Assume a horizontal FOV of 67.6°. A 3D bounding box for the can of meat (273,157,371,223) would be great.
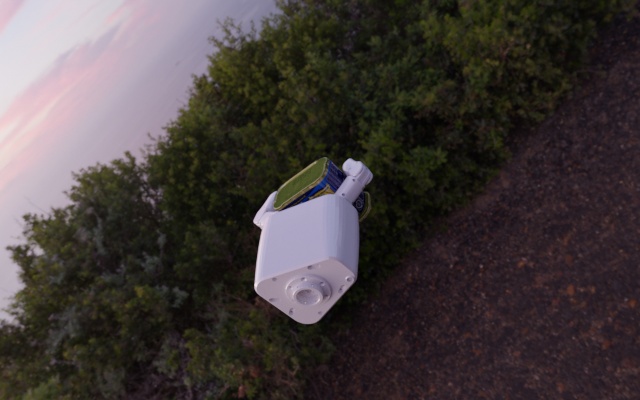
[{"bbox_3d":[0.000,0.002,0.629,0.102,0.057,0.084,-34,-61,28],"label":"can of meat"}]
